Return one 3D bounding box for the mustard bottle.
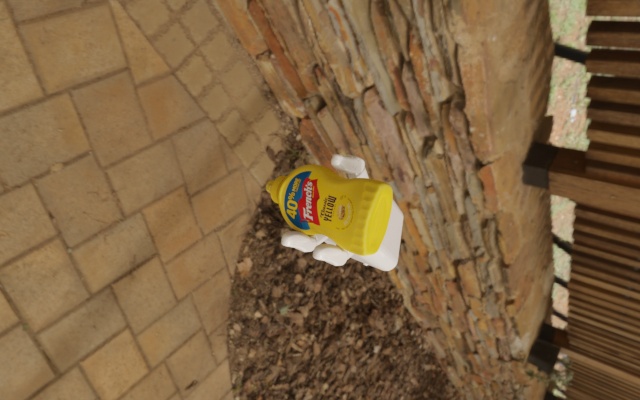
[{"bbox_3d":[0.000,0.002,0.648,0.191,0.096,0.058,18,11,36],"label":"mustard bottle"}]
